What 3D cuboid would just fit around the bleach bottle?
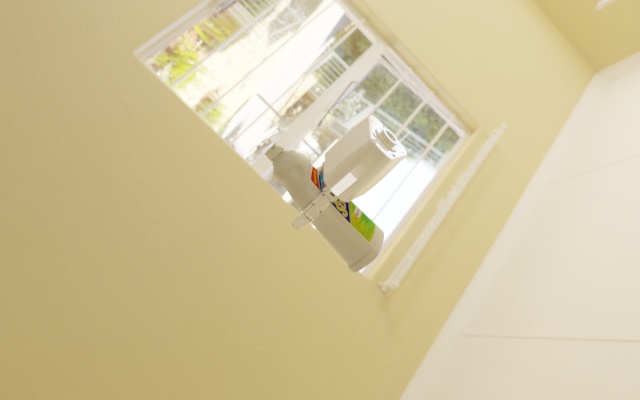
[{"bbox_3d":[0.000,0.003,0.818,0.068,0.251,0.102,-41,8,29],"label":"bleach bottle"}]
